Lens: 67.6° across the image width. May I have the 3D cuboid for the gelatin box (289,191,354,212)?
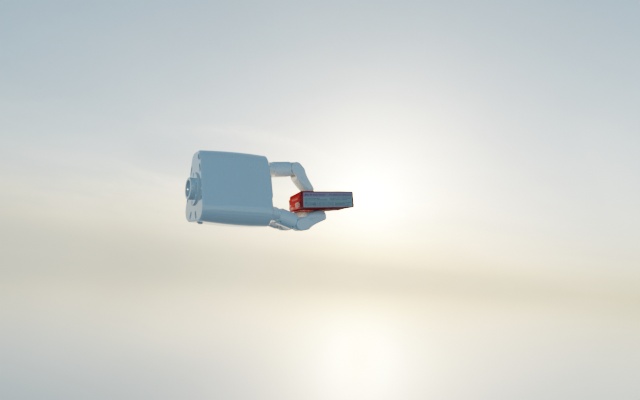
[{"bbox_3d":[0.000,0.002,0.770,0.089,0.030,0.073,-1,-5,-18],"label":"gelatin box"}]
